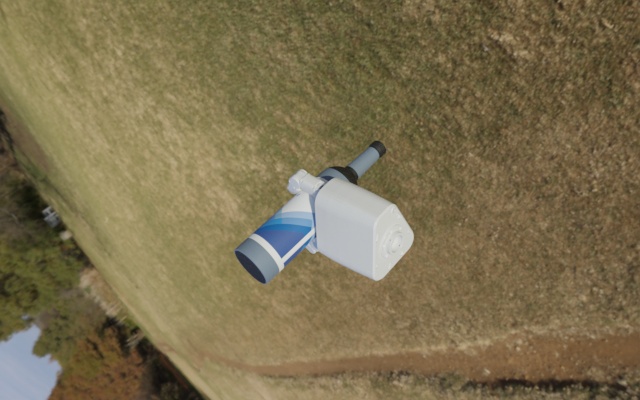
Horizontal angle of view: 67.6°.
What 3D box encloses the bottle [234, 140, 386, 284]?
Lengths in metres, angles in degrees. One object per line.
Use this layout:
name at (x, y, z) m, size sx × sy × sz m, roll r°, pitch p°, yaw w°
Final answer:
bottle at (0.000, 0.002, 0.728) m, size 0.295 × 0.069 × 0.069 m, roll -43°, pitch 21°, yaw -25°
